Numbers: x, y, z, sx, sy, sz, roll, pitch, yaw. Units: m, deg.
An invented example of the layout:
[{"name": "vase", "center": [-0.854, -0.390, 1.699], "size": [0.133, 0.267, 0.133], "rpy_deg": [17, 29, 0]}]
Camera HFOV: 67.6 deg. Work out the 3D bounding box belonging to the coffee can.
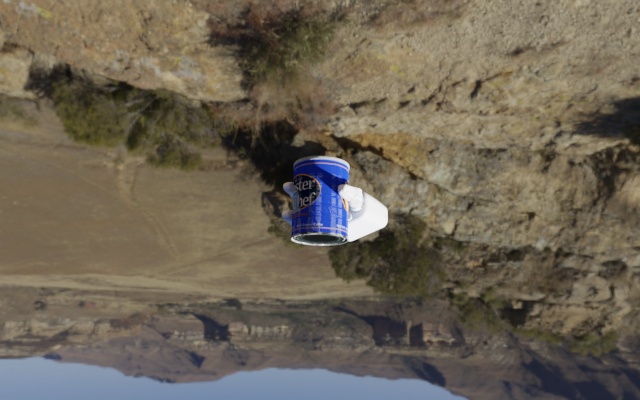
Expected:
[{"name": "coffee can", "center": [0.000, 0.003, 0.859], "size": [0.103, 0.140, 0.103], "rpy_deg": [1, -16, 0]}]
